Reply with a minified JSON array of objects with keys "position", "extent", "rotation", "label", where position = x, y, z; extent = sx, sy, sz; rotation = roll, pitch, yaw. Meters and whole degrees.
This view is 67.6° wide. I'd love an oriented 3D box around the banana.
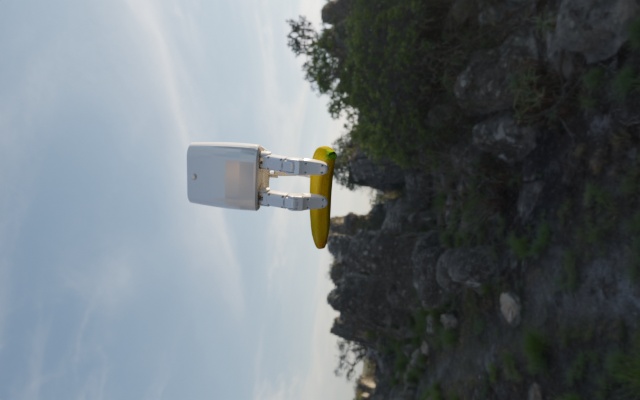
[{"position":[0.001,-0.012,0.743],"extent":[0.037,0.198,0.069],"rotation":[3,41,-1],"label":"banana"}]
